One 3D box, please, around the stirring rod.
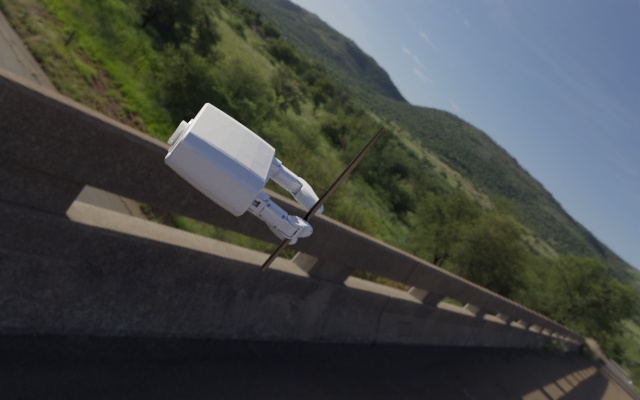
[{"bbox_3d":[0.000,0.002,0.607,0.011,0.239,0.011,39,12,-10],"label":"stirring rod"}]
